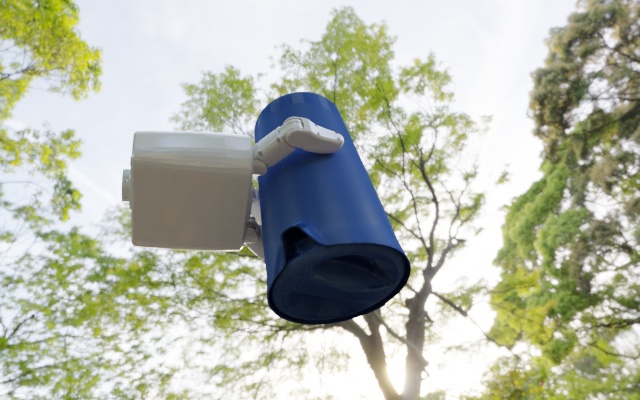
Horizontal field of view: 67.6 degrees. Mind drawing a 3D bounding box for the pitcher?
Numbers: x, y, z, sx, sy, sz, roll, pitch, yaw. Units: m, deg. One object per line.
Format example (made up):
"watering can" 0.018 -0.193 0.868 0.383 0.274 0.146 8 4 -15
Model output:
"pitcher" 0.000 0.002 0.513 0.145 0.242 0.149 1 -43 -18
